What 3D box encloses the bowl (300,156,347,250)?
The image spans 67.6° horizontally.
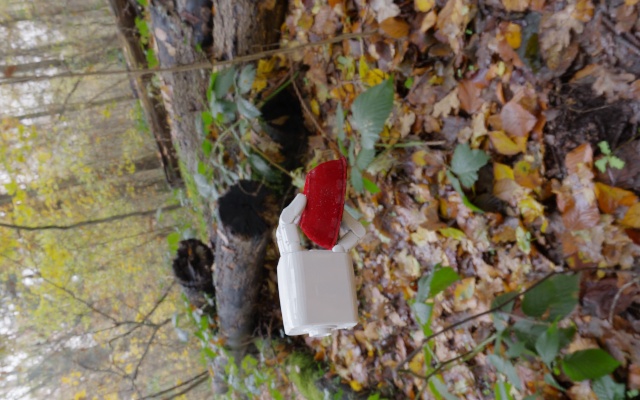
[{"bbox_3d":[0.000,0.001,0.781,0.055,0.162,0.162,9,-1,-6],"label":"bowl"}]
